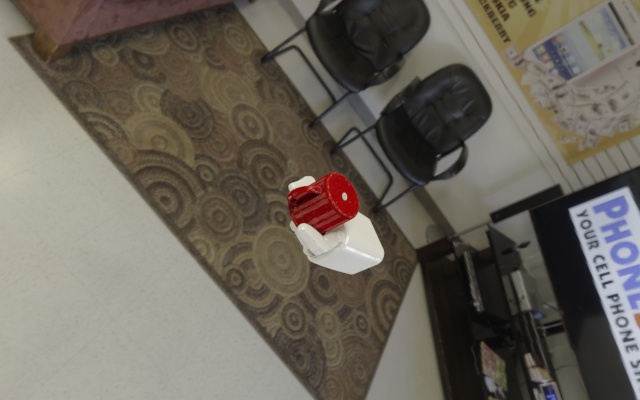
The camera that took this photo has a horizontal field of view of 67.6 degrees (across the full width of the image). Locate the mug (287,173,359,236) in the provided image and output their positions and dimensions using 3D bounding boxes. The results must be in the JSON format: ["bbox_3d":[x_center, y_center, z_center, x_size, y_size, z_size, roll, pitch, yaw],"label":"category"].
[{"bbox_3d":[-0.001,0.002,0.765,0.081,0.093,0.117,-29,-38,34],"label":"mug"}]
